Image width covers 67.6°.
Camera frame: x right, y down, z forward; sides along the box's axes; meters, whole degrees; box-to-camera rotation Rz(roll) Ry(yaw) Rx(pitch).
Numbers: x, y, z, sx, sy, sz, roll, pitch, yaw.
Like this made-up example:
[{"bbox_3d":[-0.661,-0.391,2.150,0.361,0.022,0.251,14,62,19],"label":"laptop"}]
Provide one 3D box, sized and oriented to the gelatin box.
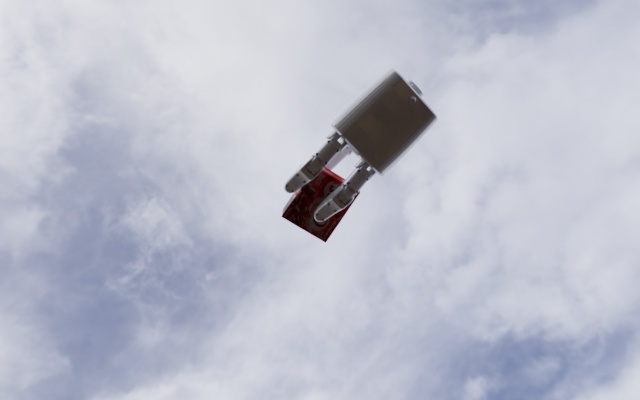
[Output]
[{"bbox_3d":[0.000,0.002,0.654,0.073,0.089,0.030,31,17,-11],"label":"gelatin box"}]
